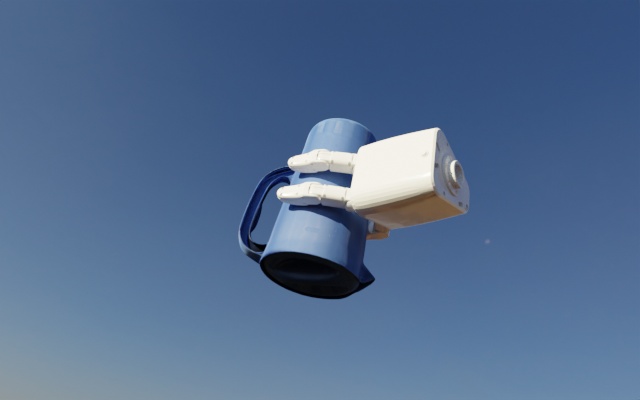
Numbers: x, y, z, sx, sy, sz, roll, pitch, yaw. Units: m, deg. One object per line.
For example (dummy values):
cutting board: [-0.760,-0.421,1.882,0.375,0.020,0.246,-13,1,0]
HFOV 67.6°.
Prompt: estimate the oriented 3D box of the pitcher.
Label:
pitcher: [0.000,0.002,0.670,0.145,0.242,0.149,-14,-42,37]
